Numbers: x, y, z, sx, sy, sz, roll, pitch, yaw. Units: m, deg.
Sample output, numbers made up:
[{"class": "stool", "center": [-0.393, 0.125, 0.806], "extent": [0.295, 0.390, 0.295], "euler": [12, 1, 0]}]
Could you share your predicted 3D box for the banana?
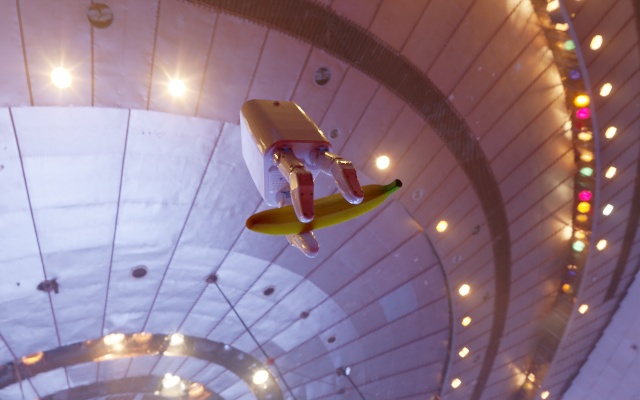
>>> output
[{"class": "banana", "center": [0.002, 0.010, 0.600], "extent": [0.198, 0.037, 0.070], "euler": [-17, -26, -13]}]
